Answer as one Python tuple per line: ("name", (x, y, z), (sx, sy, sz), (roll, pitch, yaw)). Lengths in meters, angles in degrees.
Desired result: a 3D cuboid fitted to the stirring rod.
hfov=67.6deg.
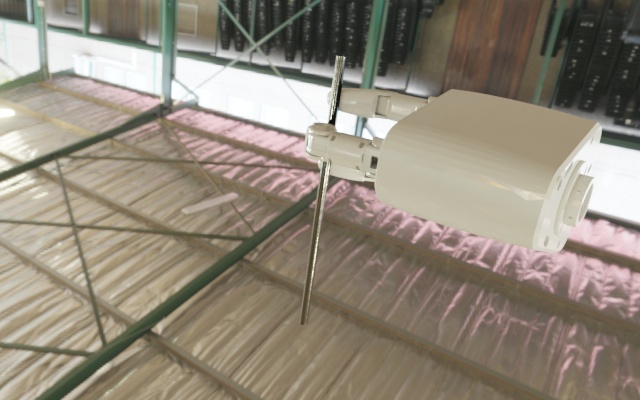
("stirring rod", (0.000, 0.001, 0.408), (0.011, 0.240, 0.011), (7, 19, -2))
